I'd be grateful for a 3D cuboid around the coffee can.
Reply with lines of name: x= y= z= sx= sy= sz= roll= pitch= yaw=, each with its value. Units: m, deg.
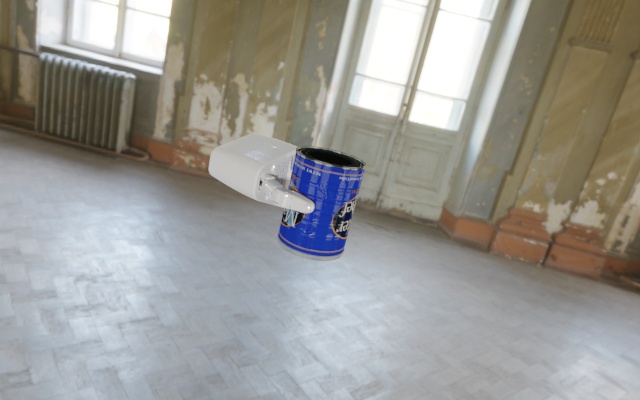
coffee can: x=0.000 y=0.002 z=0.695 sx=0.103 sy=0.140 sz=0.102 roll=12 pitch=17 yaw=-4
